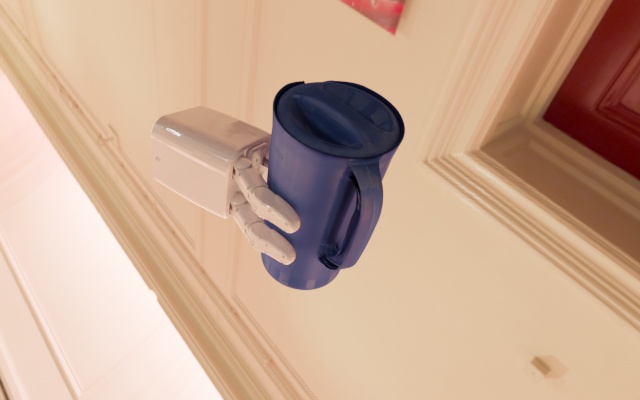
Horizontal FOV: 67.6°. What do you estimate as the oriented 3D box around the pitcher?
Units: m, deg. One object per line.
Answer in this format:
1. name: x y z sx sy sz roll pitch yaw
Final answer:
1. pitcher: 0.000 0.002 0.540 0.145 0.243 0.149 25 45 10
